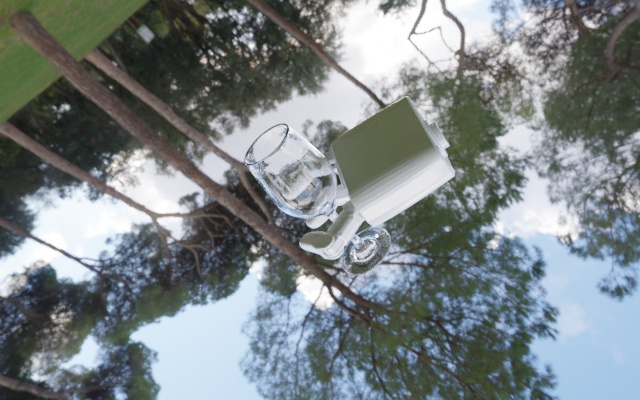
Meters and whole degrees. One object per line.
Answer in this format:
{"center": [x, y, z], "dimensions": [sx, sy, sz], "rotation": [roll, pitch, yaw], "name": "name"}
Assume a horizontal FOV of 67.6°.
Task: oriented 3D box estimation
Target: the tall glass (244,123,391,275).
{"center": [0.000, 0.002, 0.560], "dimensions": [0.079, 0.079, 0.201], "rotation": [0, -39, 49], "name": "tall glass"}
